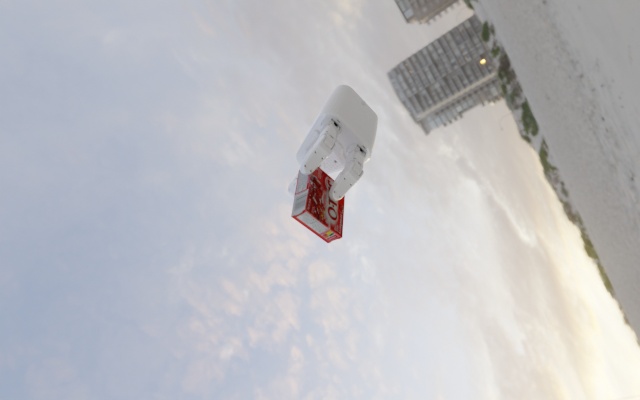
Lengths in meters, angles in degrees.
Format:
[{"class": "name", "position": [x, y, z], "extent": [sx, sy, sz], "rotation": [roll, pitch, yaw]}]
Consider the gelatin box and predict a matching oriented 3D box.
[{"class": "gelatin box", "position": [0.000, 0.003, 0.649], "extent": [0.030, 0.089, 0.073], "rotation": [-27, -50, 34]}]
